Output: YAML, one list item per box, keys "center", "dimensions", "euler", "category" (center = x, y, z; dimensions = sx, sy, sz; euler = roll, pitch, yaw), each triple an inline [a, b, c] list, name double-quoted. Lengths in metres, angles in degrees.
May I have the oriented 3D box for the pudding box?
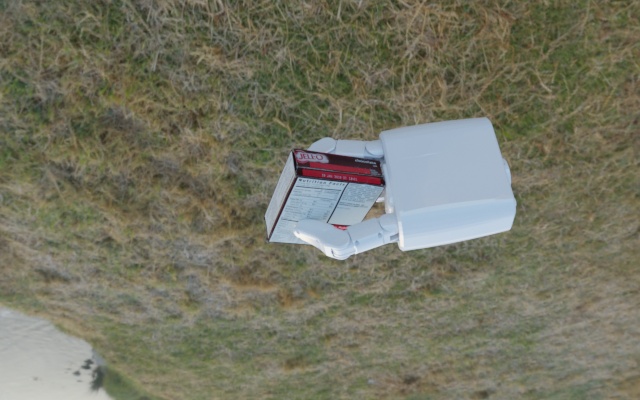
- center: [0.000, 0.002, 0.474]
  dimensions: [0.090, 0.039, 0.114]
  euler: [7, -41, -19]
  category: "pudding box"
